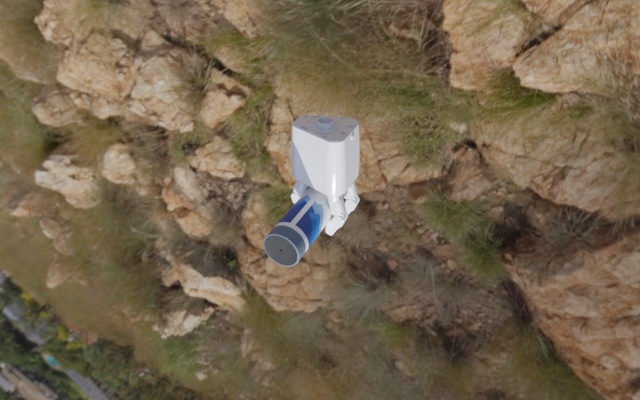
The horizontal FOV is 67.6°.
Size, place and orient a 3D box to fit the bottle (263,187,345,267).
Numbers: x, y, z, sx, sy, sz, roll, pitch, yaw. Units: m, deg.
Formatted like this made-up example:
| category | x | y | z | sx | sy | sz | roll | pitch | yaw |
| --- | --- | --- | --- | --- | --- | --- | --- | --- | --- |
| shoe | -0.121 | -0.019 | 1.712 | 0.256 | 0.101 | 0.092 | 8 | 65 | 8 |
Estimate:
| category | x | y | z | sx | sy | sz | roll | pitch | yaw |
| --- | --- | --- | --- | --- | --- | --- | --- | --- | --- |
| bottle | 0.000 | 0.003 | 0.876 | 0.069 | 0.069 | 0.295 | 0 | 32 | 31 |
